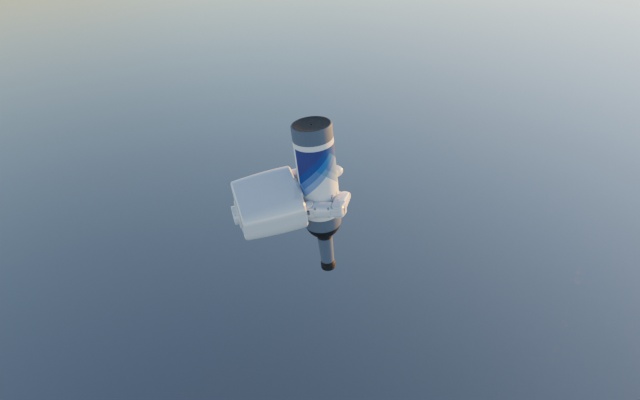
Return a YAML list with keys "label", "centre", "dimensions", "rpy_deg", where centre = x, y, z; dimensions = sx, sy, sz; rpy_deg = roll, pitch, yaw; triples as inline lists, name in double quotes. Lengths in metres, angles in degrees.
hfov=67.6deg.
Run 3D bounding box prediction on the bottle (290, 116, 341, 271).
- label: "bottle"
  centre: [0.000, 0.002, 0.831]
  dimensions: [0.069, 0.296, 0.069]
  rpy_deg: [-5, 33, 3]
